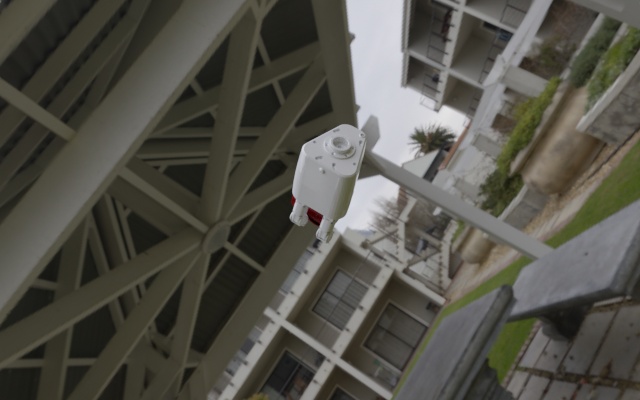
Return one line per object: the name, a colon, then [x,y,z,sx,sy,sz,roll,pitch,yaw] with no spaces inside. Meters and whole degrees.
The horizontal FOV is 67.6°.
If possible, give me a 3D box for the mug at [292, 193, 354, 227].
mug: [0.000,0.004,0.873,0.081,0.117,0.093,32,52,13]
